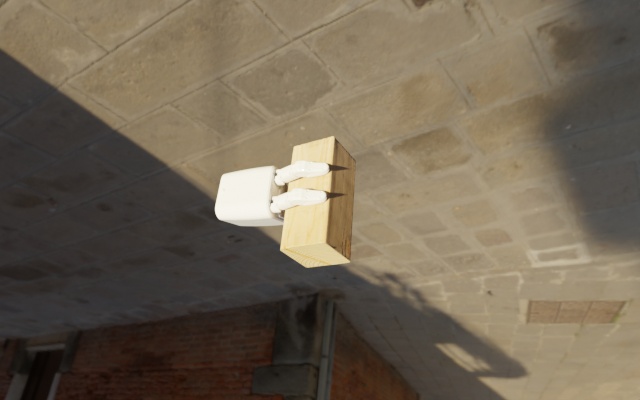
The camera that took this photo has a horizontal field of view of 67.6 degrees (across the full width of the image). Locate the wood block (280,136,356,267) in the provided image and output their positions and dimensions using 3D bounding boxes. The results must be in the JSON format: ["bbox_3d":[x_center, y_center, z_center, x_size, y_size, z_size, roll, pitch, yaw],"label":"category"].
[{"bbox_3d":[0.000,0.003,0.846,0.090,0.206,0.091,-11,-32,28],"label":"wood block"}]
